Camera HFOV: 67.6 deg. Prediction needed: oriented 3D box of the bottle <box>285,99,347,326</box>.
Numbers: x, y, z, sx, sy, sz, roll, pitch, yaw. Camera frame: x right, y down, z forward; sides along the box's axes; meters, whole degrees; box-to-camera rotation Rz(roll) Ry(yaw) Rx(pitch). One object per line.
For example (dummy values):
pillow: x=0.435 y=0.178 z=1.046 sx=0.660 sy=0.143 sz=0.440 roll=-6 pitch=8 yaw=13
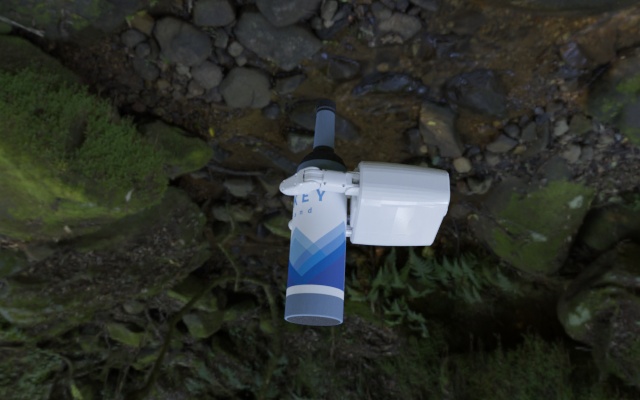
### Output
bottle: x=0.000 y=0.002 z=0.601 sx=0.069 sy=0.295 sz=0.069 roll=3 pitch=-23 yaw=1
